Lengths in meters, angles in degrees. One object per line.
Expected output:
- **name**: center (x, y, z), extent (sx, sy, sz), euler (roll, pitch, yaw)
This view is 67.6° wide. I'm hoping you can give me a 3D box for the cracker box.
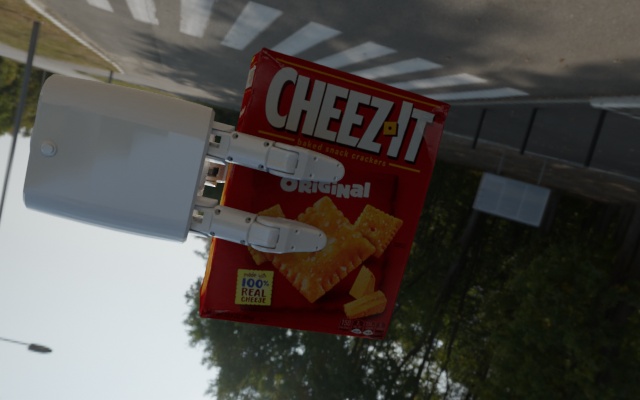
- **cracker box**: center (0.000, 0.001, 0.407), extent (0.164, 0.214, 0.072), euler (12, 8, -16)
